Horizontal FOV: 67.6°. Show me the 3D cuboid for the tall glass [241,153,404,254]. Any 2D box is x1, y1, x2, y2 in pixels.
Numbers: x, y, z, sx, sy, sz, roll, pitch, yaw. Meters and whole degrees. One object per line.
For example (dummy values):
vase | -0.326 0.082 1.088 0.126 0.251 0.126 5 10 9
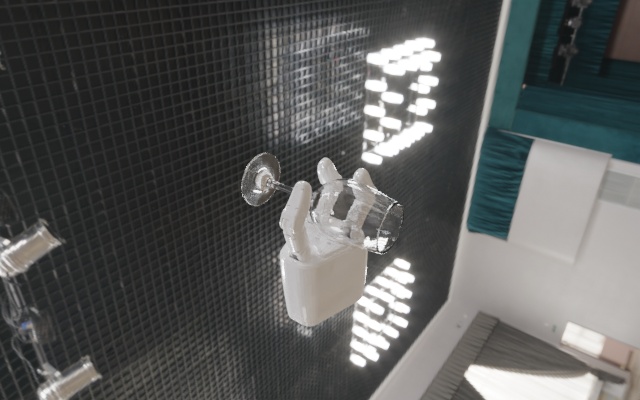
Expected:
tall glass | -0.001 0.002 0.590 0.201 0.079 0.079 20 11 31
